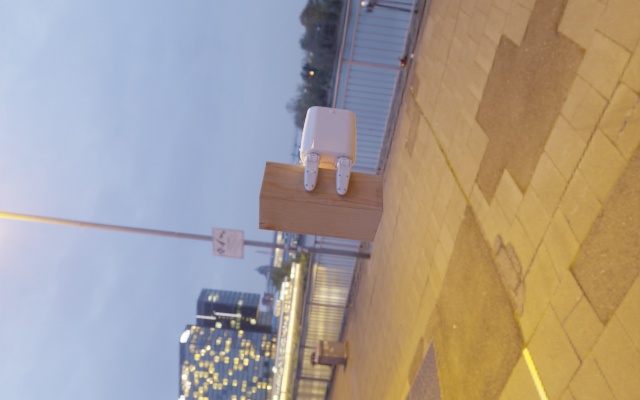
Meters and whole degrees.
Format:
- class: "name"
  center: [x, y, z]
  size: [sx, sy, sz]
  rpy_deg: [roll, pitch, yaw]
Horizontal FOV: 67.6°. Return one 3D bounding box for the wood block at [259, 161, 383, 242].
- class: "wood block"
  center: [0.000, 0.003, 0.845]
  size: [0.206, 0.090, 0.091]
  rpy_deg: [7, -41, -2]
